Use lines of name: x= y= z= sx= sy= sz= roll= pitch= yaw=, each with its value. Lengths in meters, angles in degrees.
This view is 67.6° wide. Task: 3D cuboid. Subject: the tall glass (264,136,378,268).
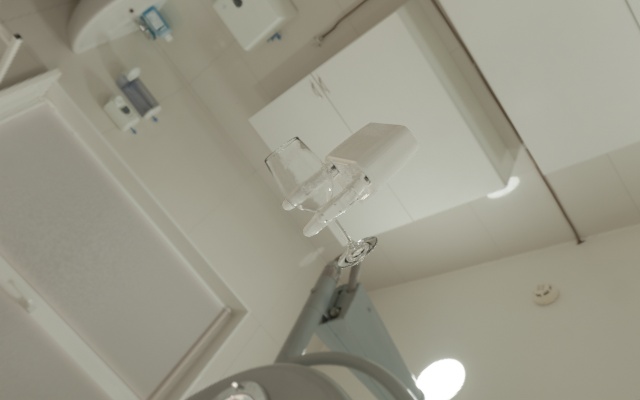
tall glass: x=0.000 y=0.003 z=0.717 sx=0.079 sy=0.201 sz=0.079 roll=-35 pitch=13 yaw=9
